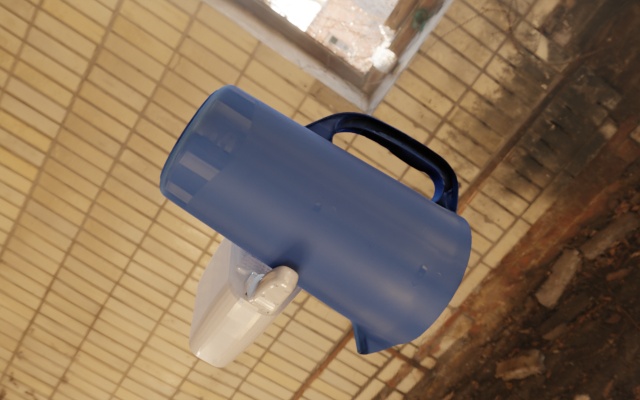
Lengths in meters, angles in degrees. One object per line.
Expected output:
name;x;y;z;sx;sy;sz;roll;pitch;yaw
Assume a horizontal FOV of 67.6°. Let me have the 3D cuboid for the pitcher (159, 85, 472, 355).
pitcher;0.000;0.002;0.412;0.243;0.145;0.149;33;34;-9
